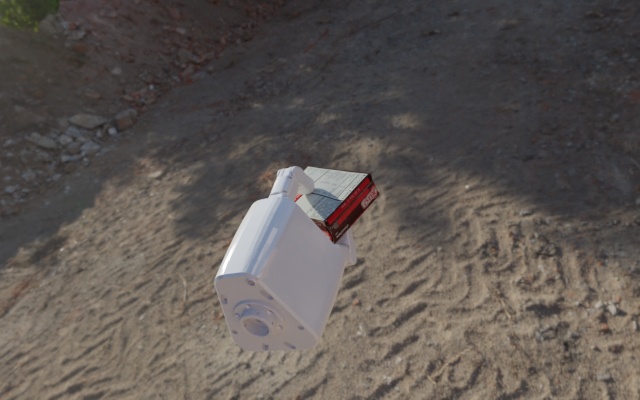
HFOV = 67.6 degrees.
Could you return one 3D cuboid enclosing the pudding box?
[{"bbox_3d":[0.000,0.002,0.571,0.113,0.039,0.090,13,48,45],"label":"pudding box"}]
